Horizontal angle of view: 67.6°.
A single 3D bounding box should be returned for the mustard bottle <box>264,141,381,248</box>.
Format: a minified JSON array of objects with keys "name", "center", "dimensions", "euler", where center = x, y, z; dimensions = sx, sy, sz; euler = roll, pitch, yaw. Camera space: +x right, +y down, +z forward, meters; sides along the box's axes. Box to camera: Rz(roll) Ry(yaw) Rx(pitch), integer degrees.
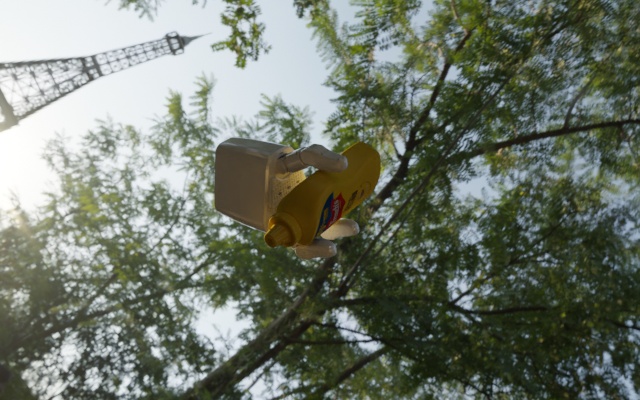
[{"name":"mustard bottle","center":[0.001,0.002,0.593],"dimensions":[0.058,0.096,0.191],"euler":[37,46,18]}]
